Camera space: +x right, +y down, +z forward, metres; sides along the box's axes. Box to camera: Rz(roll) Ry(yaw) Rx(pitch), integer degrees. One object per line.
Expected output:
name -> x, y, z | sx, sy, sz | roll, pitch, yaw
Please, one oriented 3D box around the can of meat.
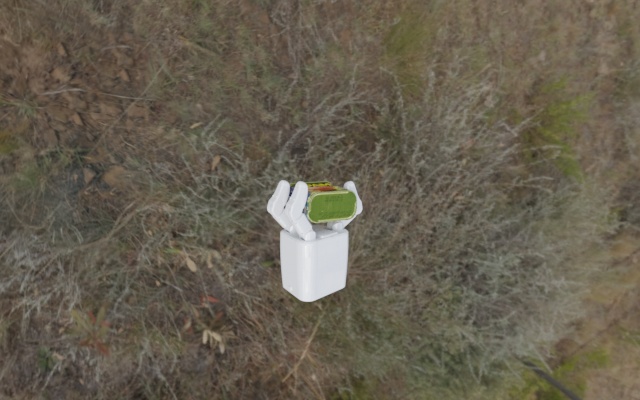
can of meat -> 0.000, 0.003, 0.817 | 0.102, 0.057, 0.084 | -5, 13, -31
